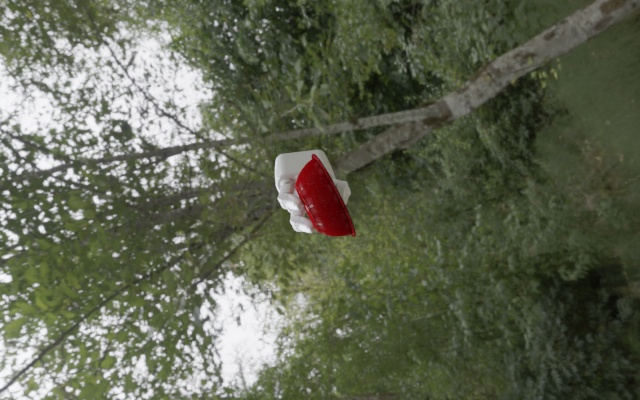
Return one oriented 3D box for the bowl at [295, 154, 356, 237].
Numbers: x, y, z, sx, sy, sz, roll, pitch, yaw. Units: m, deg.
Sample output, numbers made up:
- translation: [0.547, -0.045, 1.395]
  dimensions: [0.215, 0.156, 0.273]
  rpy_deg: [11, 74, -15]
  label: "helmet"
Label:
- translation: [0.000, 0.003, 0.826]
  dimensions: [0.055, 0.162, 0.162]
  rpy_deg: [-27, 3, -5]
  label: "bowl"
